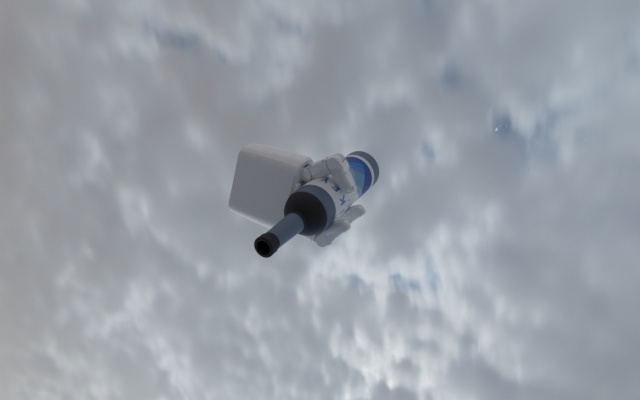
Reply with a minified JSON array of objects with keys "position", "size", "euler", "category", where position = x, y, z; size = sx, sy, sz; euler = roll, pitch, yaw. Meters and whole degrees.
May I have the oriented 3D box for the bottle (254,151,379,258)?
[{"position":[0.000,0.002,0.681],"size":[0.069,0.069,0.295],"euler":[0,21,30],"category":"bottle"}]
